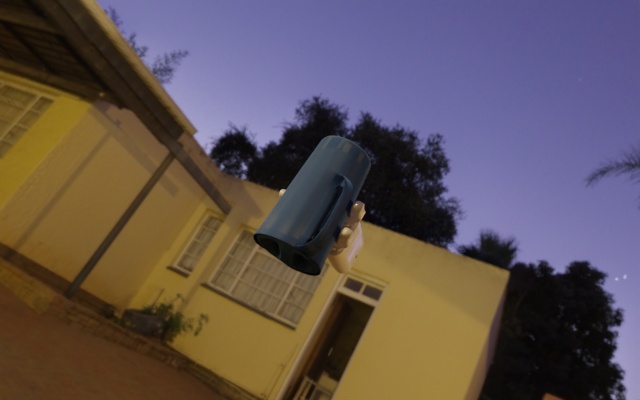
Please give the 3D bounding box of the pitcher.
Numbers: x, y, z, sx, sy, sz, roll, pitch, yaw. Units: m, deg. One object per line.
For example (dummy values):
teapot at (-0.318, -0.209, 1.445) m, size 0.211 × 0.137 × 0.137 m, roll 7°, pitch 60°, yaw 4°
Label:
pitcher at (0.000, 0.003, 0.857) m, size 0.149 × 0.242 × 0.145 m, roll 20°, pitch -24°, yaw 24°
